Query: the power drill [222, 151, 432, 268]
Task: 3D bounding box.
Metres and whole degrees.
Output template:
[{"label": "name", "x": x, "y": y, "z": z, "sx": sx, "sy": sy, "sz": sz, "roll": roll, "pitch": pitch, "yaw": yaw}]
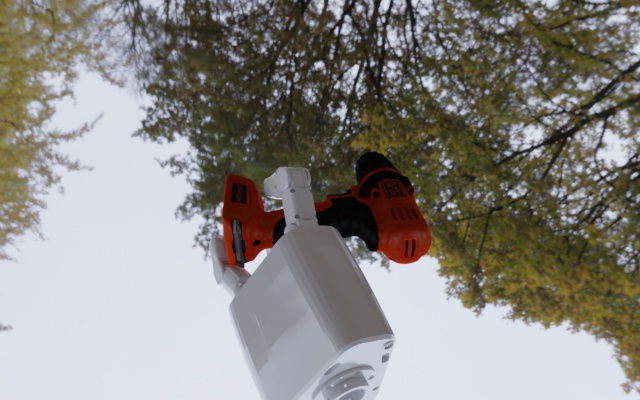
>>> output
[{"label": "power drill", "x": 0.000, "y": 0.002, "z": 0.478, "sx": 0.187, "sy": 0.057, "sz": 0.184, "roll": -6, "pitch": 27, "yaw": -4}]
